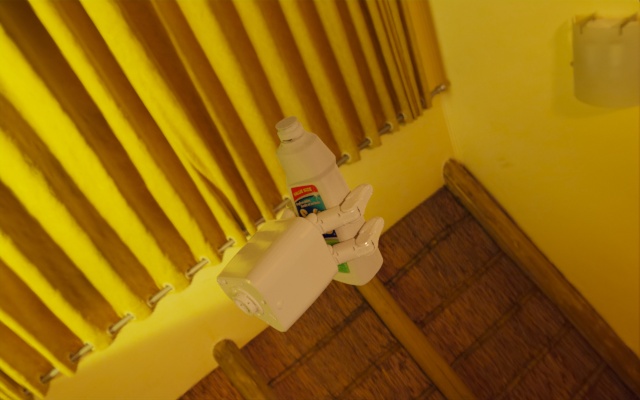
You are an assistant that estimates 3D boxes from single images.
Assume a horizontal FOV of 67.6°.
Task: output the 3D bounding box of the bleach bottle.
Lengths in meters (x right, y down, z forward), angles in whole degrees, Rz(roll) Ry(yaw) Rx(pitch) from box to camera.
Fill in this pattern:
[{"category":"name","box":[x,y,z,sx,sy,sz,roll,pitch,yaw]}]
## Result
[{"category":"bleach bottle","box":[0.000,0.002,0.636,0.102,0.251,0.068,11,48,44]}]
